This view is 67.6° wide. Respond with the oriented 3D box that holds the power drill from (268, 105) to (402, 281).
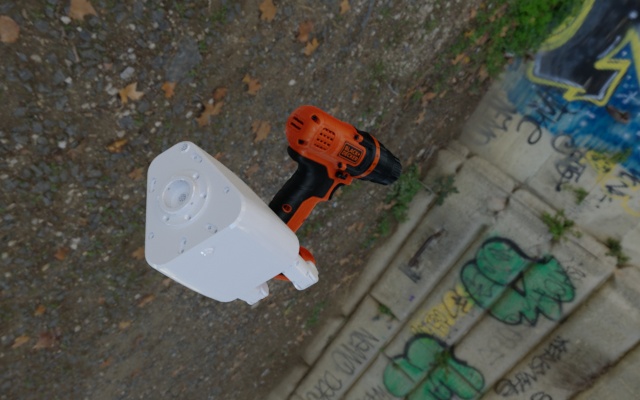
[{"bbox_3d":[0.000,0.002,0.542,0.184,0.188,0.057,21,12,-46],"label":"power drill"}]
